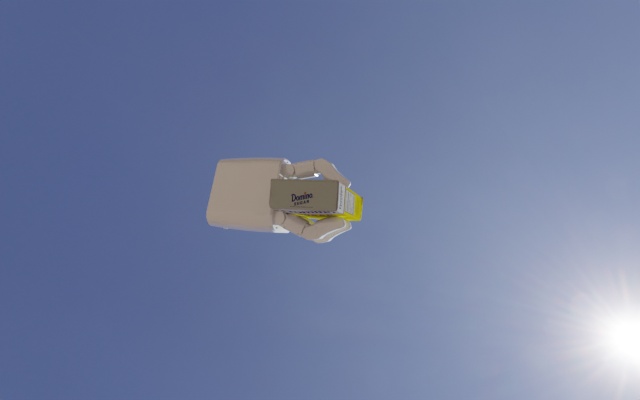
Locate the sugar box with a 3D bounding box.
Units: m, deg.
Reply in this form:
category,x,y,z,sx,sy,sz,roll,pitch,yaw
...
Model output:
category,x,y,z,sx,sy,sz,roll,pitch,yaw
sugar box,0.000,0.003,0.683,0.093,0.048,0.176,2,-3,16
